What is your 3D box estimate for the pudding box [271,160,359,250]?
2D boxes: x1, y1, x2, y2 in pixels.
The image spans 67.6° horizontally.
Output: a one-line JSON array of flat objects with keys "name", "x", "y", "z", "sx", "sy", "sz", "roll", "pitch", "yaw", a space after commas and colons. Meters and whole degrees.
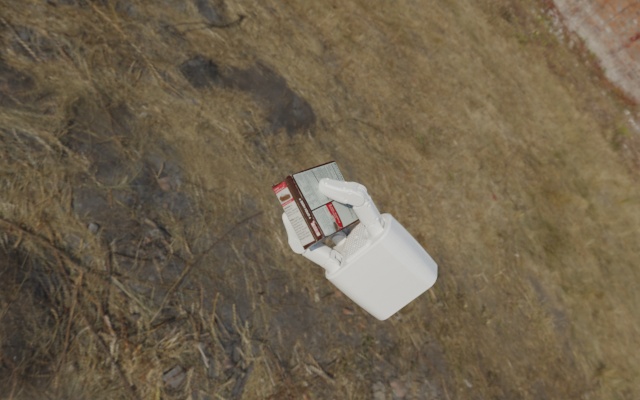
[{"name": "pudding box", "x": 0.000, "y": 0.002, "z": 0.613, "sx": 0.039, "sy": 0.090, "sz": 0.113, "roll": -31, "pitch": -4, "yaw": 32}]
